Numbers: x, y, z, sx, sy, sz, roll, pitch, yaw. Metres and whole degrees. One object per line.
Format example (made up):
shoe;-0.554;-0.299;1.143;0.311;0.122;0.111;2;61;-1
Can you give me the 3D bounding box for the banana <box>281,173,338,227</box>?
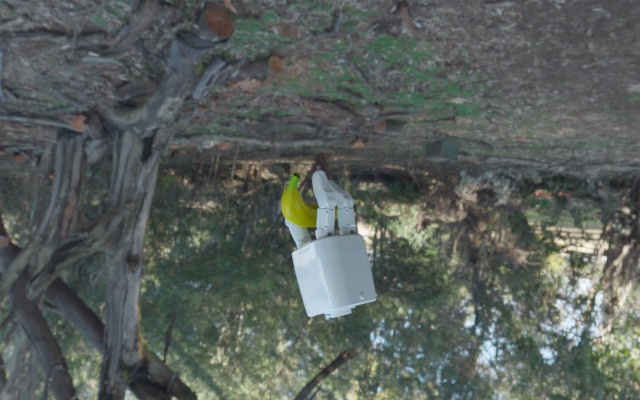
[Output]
banana;-0.015;0.014;0.766;0.069;0.037;0.198;-41;-24;8
